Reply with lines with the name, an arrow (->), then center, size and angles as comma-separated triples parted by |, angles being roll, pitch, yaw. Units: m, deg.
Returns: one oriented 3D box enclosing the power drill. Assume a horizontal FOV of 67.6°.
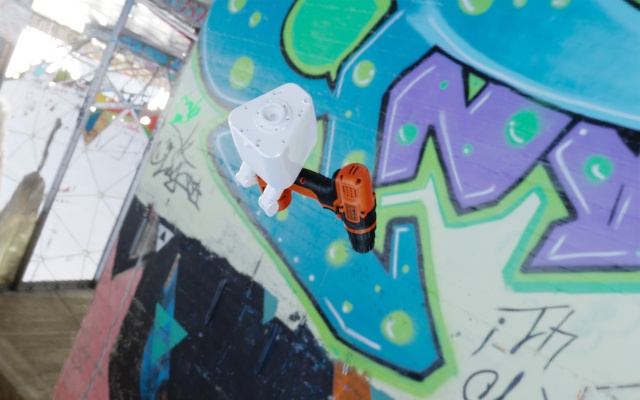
power drill -> 0.000, 0.002, 0.758 | 0.187, 0.185, 0.057 | 14, 49, 22
